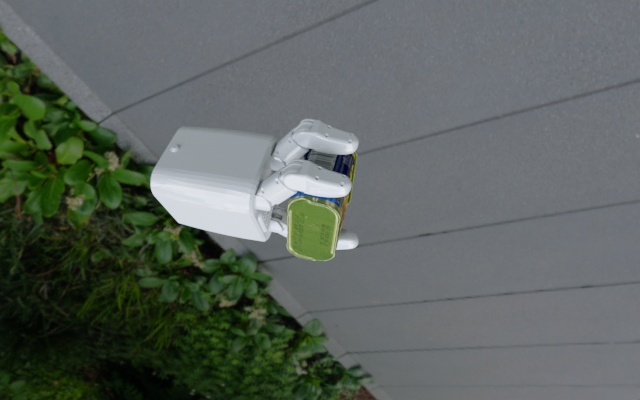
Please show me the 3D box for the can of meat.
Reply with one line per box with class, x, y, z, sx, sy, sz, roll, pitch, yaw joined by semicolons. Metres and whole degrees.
can of meat;0.000;0.002;0.491;0.057;0.084;0.102;12;-40;5
